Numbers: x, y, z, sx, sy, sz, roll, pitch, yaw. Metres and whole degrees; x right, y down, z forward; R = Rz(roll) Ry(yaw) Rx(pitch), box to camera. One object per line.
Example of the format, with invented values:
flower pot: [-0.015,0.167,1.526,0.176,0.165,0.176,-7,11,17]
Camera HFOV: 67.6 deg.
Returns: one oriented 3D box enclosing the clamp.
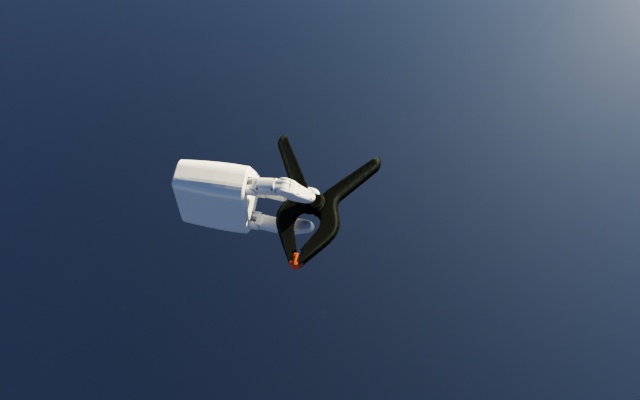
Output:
clamp: [0.000,0.002,0.713,0.164,0.210,0.036,7,-23,5]
